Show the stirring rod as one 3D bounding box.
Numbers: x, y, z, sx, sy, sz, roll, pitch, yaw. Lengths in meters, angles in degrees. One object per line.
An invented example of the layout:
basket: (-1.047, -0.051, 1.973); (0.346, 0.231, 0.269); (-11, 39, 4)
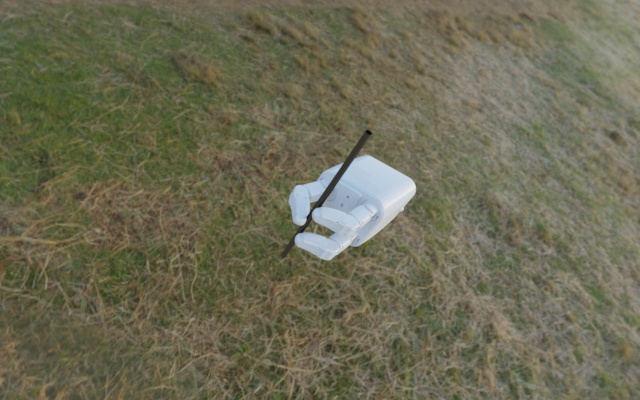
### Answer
stirring rod: (0.000, 0.002, 0.597); (0.011, 0.011, 0.240); (0, -39, -34)
